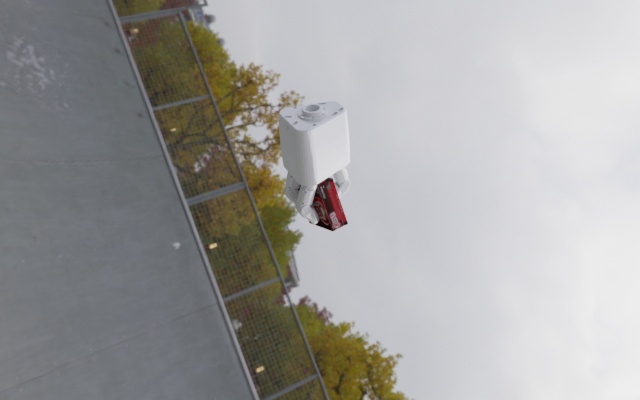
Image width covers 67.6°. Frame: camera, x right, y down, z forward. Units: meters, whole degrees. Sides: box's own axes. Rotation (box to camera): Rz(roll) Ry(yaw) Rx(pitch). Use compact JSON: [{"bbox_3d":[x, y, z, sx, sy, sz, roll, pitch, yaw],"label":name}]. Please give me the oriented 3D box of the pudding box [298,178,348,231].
[{"bbox_3d":[0.000,0.003,0.877,0.039,0.090,0.113,-22,13,-18],"label":"pudding box"}]
